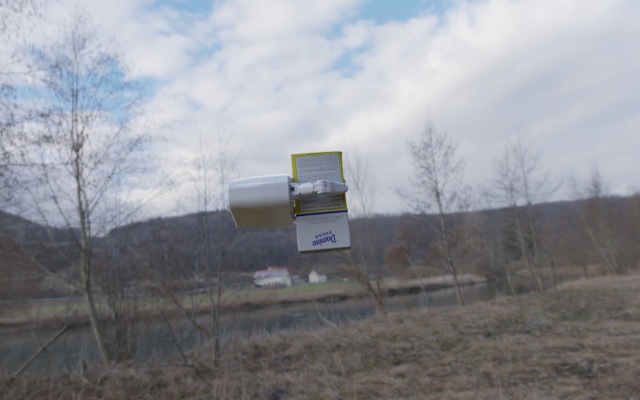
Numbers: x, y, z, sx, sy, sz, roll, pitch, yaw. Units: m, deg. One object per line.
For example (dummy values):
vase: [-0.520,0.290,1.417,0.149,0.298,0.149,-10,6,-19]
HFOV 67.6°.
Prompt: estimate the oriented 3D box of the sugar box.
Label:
sugar box: [0.000,0.003,0.847,0.093,0.176,0.048,-4,-11,-1]
